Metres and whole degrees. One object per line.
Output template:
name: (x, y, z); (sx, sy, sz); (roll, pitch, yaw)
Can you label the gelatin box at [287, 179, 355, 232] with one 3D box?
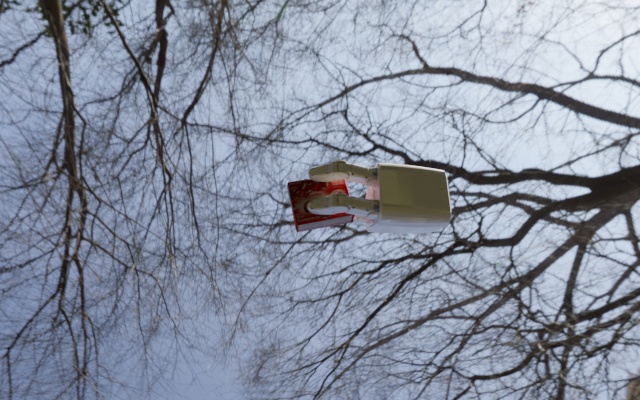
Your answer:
gelatin box: (0.000, 0.003, 0.712); (0.089, 0.073, 0.030); (-10, -26, -7)
